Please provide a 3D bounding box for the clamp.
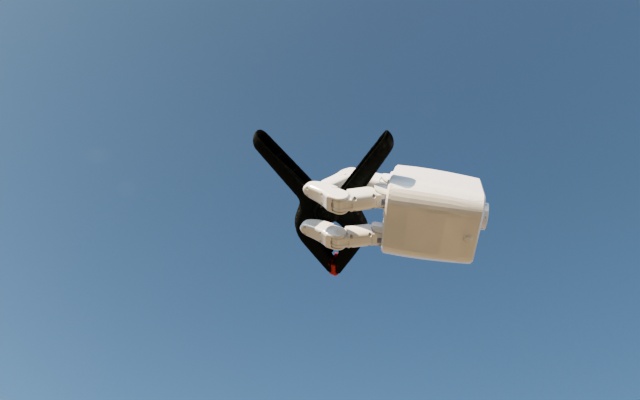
[{"bbox_3d":[0.001,0.002,0.591,0.164,0.210,0.036,9,35,13],"label":"clamp"}]
